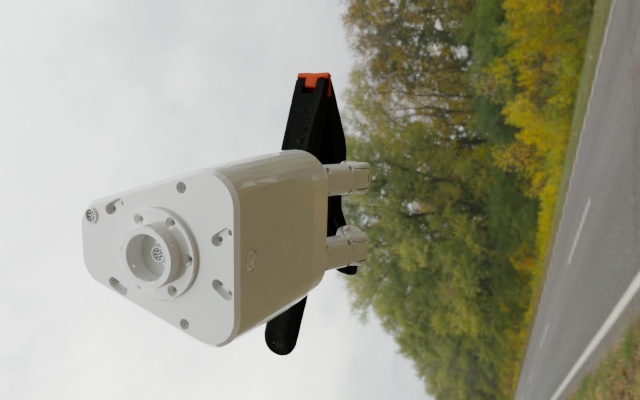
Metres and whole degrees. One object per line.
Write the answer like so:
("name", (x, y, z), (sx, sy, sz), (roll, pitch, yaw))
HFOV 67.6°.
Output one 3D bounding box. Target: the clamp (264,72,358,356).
("clamp", (-0.001, 0.001, 0.407), (0.036, 0.210, 0.164), (5, 10, 21))
